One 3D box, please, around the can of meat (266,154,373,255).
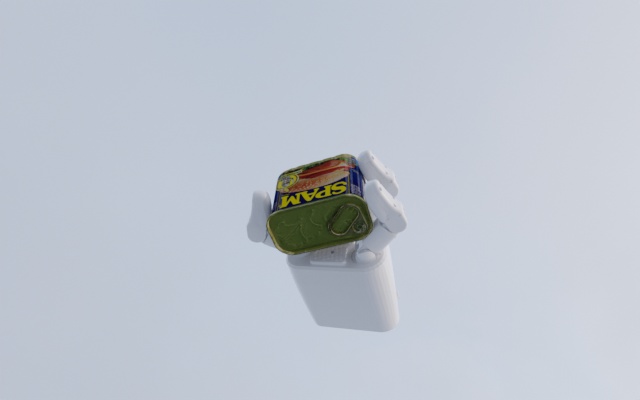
[{"bbox_3d":[0.000,0.001,0.497,0.102,0.057,0.084,-14,34,11],"label":"can of meat"}]
